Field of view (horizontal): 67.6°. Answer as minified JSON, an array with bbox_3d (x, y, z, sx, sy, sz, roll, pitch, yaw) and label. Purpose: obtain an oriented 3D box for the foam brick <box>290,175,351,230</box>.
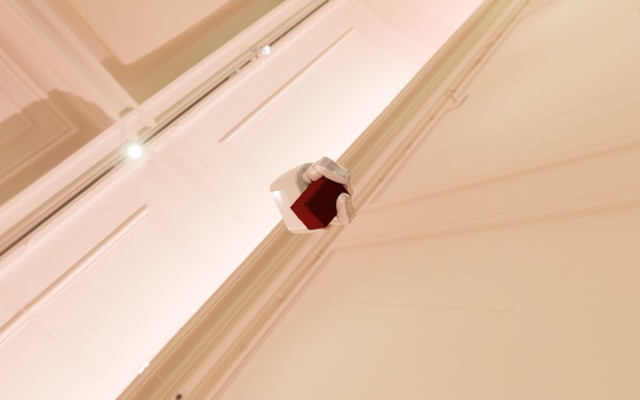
[{"bbox_3d":[0.000,0.003,0.764,0.078,0.053,0.051,-49,20,-29],"label":"foam brick"}]
